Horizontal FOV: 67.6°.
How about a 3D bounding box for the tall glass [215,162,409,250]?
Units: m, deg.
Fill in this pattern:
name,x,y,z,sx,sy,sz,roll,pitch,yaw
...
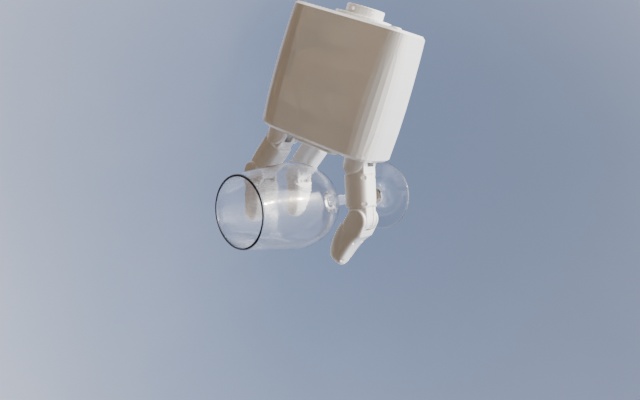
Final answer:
name,x,y,z,sx,sy,sz,roll,pitch,yaw
tall glass,0.001,0.002,0.455,0.079,0.079,0.201,0,5,42
